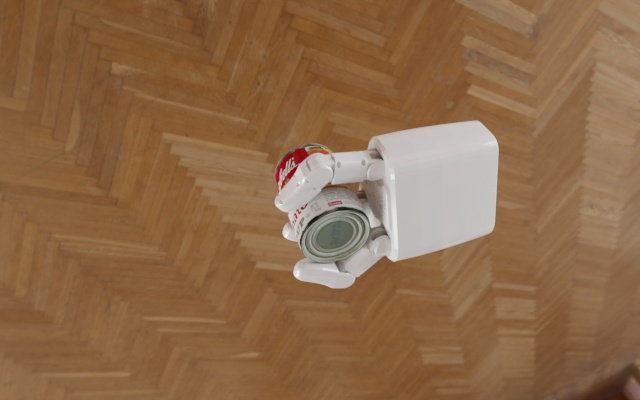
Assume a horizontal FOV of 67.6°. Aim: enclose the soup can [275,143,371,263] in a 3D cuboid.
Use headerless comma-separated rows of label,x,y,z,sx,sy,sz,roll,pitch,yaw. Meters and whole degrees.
soup can,0.000,0.002,0.457,0.068,0.068,0.102,0,39,-21
